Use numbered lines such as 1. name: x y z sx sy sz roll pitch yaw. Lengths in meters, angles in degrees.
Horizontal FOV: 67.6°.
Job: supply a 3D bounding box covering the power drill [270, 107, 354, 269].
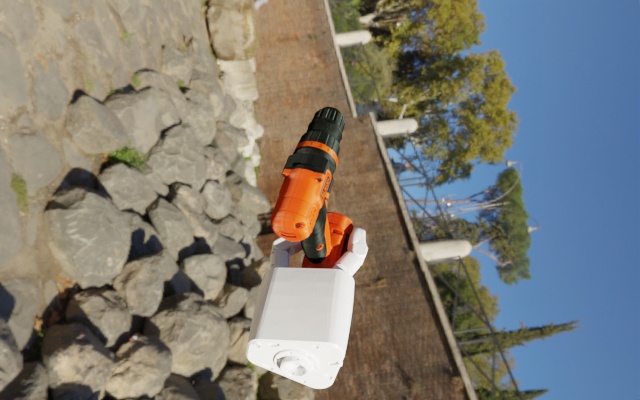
1. power drill: 0.000 0.002 0.601 0.057 0.184 0.188 8 -34 19
